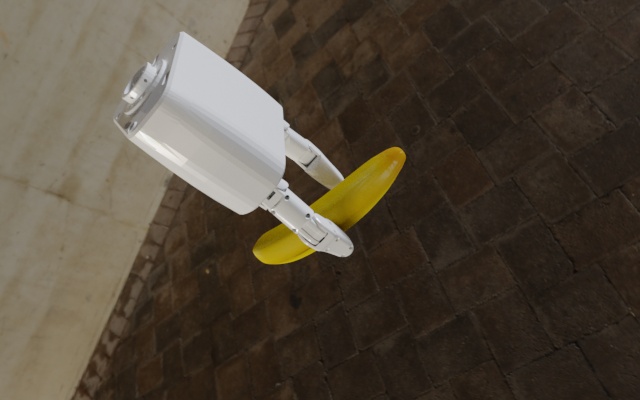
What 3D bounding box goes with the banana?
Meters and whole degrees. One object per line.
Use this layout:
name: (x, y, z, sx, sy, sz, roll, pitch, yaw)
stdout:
banana: (-0.004, 0.016, 0.450, 0.198, 0.069, 0.037, -31, -58, 32)
